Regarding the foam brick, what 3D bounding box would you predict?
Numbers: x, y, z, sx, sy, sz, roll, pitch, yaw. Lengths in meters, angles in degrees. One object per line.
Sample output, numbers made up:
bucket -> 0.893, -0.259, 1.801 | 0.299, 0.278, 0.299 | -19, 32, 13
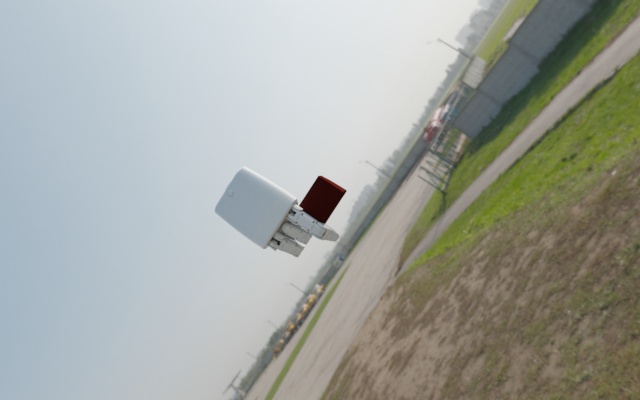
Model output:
foam brick -> 0.000, 0.002, 0.797 | 0.051, 0.078, 0.053 | 34, 7, 5
